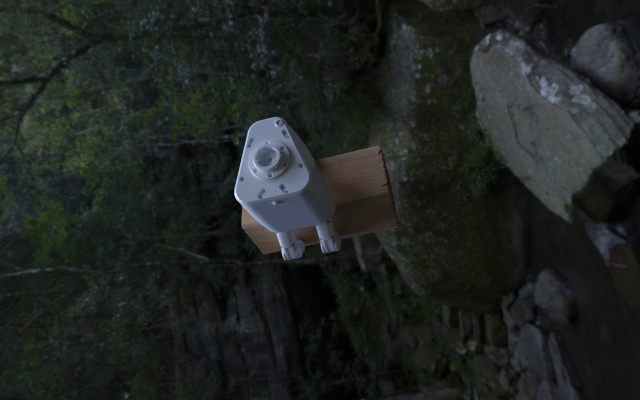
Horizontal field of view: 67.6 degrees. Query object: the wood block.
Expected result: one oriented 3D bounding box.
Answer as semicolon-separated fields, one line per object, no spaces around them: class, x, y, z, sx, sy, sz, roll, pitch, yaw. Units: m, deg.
wood block;0.000;0.002;0.692;0.206;0.090;0.090;-12;-36;11
